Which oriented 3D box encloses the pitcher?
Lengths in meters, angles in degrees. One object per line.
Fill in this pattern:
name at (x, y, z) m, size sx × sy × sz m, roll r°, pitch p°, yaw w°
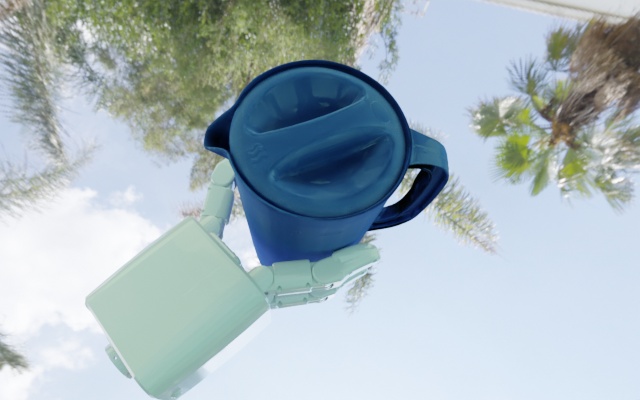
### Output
pitcher at (0.000, 0.002, 0.440) m, size 0.145 × 0.149 × 0.243 m, roll -40°, pitch -15°, yaw -20°
